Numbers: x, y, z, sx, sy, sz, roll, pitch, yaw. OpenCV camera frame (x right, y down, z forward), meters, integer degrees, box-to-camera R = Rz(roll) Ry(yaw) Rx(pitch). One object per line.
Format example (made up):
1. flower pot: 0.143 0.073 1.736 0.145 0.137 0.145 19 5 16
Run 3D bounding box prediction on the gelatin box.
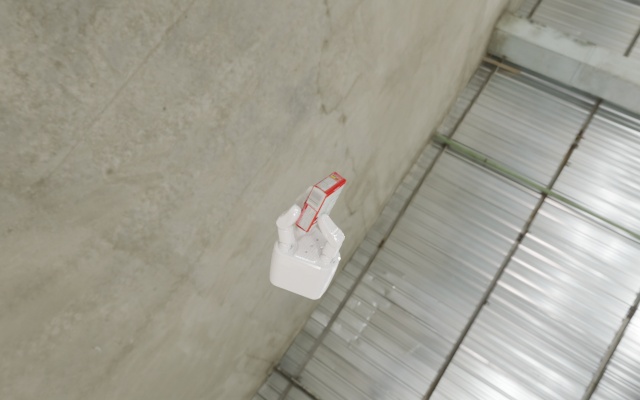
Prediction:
1. gelatin box: 0.001 0.003 0.801 0.030 0.089 0.073 36 35 13
